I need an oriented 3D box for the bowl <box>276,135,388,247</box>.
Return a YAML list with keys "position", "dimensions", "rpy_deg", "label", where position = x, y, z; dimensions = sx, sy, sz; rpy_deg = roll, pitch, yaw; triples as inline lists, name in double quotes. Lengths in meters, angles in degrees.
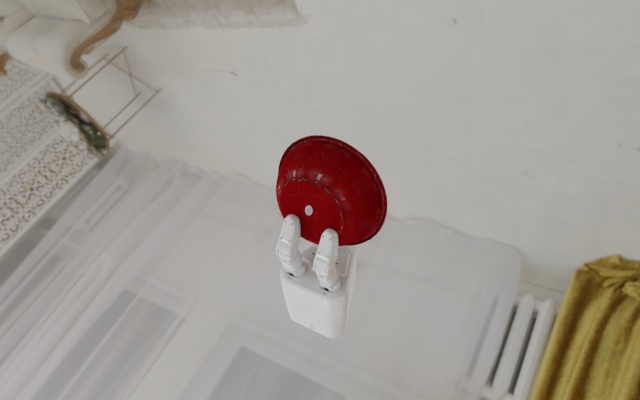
- position: [0.000, 0.001, 0.604]
  dimensions: [0.162, 0.162, 0.055]
  rpy_deg: [0, 28, 34]
  label: "bowl"
